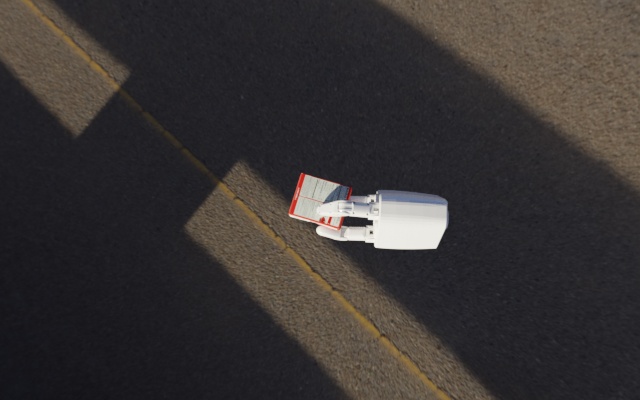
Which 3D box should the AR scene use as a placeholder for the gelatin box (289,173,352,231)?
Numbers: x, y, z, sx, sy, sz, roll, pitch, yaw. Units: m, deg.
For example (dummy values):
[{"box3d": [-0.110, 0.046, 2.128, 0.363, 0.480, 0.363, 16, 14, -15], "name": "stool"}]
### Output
[{"box3d": [0.000, 0.002, 0.790, 0.089, 0.073, 0.030, 16, -8, 2], "name": "gelatin box"}]
